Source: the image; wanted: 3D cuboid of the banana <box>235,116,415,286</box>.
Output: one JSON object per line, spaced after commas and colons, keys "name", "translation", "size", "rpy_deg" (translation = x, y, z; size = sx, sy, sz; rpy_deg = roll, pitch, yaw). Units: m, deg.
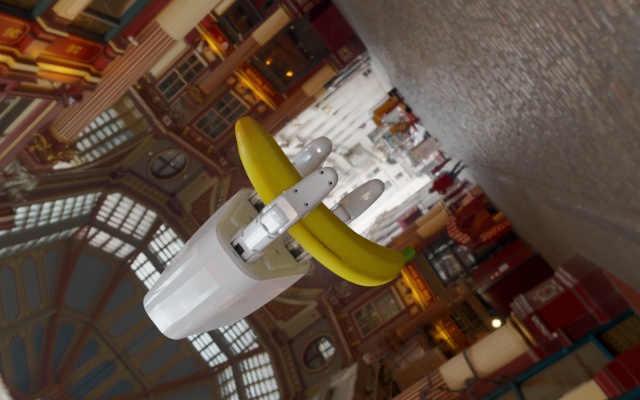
{"name": "banana", "translation": [0.000, 0.014, 0.390], "size": [0.037, 0.198, 0.069], "rpy_deg": [-40, 20, 29]}
